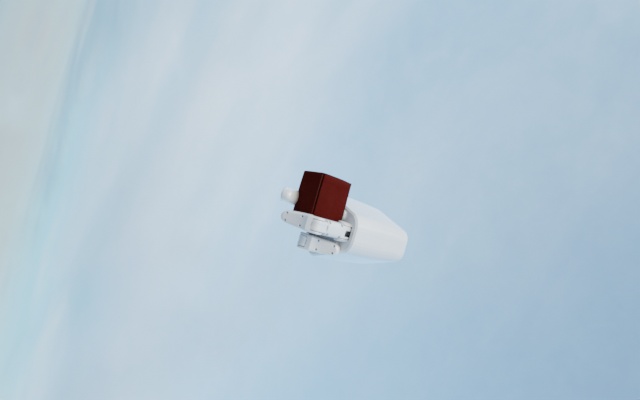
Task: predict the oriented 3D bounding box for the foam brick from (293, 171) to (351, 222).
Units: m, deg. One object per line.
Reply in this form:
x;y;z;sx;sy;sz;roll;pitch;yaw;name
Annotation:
0.000;0.002;0.671;0.051;0.078;0.053;16;0;-33;foam brick
